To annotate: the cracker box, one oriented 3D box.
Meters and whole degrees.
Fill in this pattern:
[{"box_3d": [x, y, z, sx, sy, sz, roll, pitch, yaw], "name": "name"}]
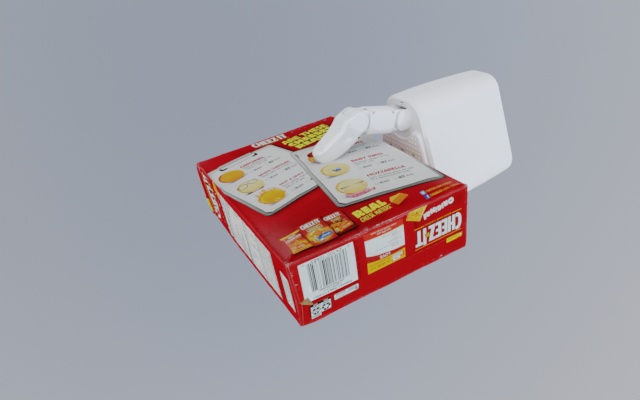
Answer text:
[{"box_3d": [0.000, 0.001, 0.443, 0.164, 0.072, 0.213, -22, 33, -21], "name": "cracker box"}]
